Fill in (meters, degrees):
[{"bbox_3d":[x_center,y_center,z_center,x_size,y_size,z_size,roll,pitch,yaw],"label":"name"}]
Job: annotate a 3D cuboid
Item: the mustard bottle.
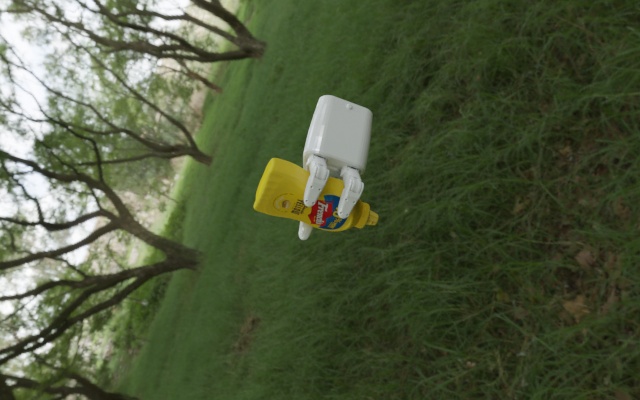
[{"bbox_3d":[0.000,0.003,0.738,0.191,0.058,0.096,17,-46,-13],"label":"mustard bottle"}]
